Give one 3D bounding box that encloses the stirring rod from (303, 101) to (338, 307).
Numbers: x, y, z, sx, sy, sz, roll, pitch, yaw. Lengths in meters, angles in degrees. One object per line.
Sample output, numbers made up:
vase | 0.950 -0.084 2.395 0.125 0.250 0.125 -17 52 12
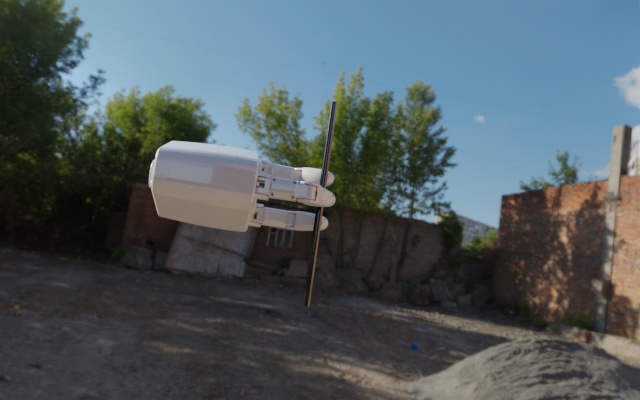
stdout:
stirring rod | 0.000 0.002 0.556 0.011 0.239 0.011 8 -6 1
